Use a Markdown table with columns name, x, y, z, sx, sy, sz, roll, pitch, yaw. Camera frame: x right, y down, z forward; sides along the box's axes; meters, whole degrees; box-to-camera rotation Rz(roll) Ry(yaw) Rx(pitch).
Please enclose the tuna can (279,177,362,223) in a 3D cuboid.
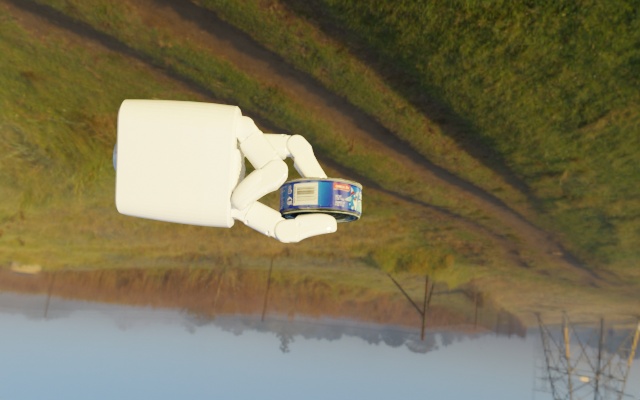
| name | x | y | z | sx | sy | sz | roll | pitch | yaw |
| --- | --- | --- | --- | --- | --- | --- | --- | --- | --- |
| tuna can | 0.000 | 0.002 | 0.496 | 0.086 | 0.033 | 0.086 | 1 | -11 | 0 |
